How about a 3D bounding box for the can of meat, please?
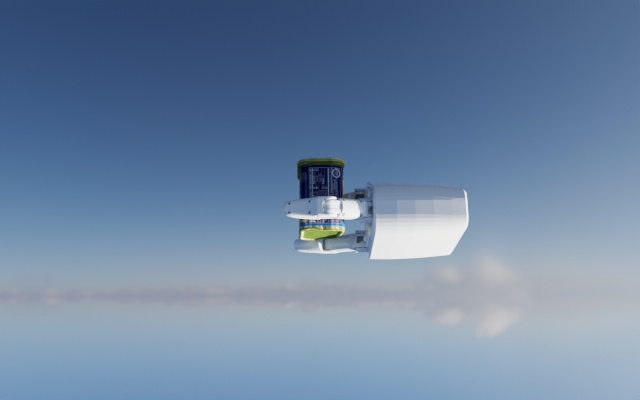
[{"bbox_3d":[0.000,0.002,0.585,0.057,0.084,0.102,0,-11,-3],"label":"can of meat"}]
